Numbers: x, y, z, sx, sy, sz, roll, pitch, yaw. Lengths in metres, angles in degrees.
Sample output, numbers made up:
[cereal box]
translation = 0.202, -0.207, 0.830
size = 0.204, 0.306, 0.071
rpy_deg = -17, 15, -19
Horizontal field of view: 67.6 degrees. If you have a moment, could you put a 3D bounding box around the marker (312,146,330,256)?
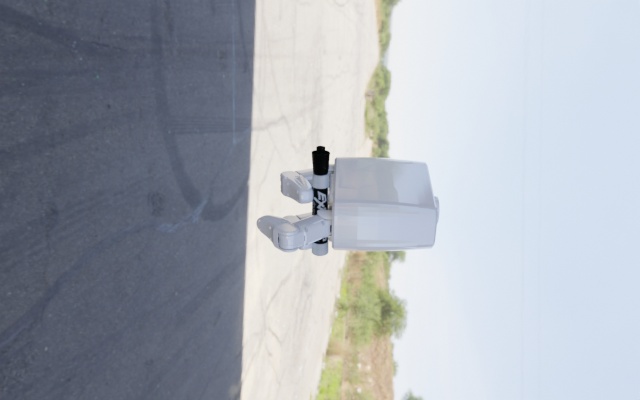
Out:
[marker]
translation = 0.000, 0.002, 0.500
size = 0.020, 0.121, 0.020
rpy_deg = 0, 24, 0
